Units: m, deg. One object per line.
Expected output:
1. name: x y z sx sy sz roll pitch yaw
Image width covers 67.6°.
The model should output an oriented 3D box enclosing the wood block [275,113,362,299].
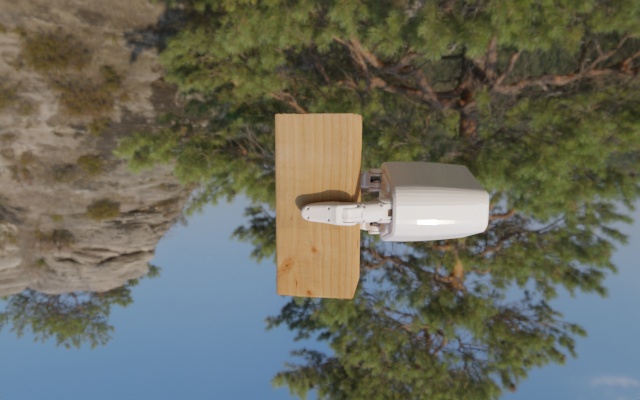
1. wood block: 0.000 0.002 0.567 0.090 0.206 0.091 1 8 10
